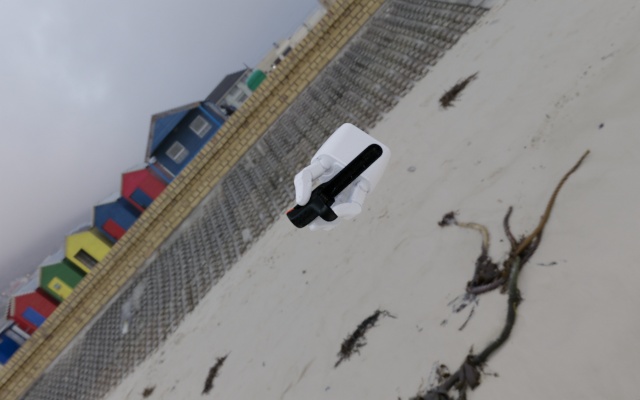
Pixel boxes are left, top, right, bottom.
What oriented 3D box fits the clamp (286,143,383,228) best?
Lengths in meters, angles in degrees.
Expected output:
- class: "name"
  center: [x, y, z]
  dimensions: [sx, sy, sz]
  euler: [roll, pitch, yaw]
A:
- class: "clamp"
  center: [-0.001, 0.002, 0.760]
  dimensions: [0.210, 0.036, 0.164]
  euler: [-34, 14, 46]
